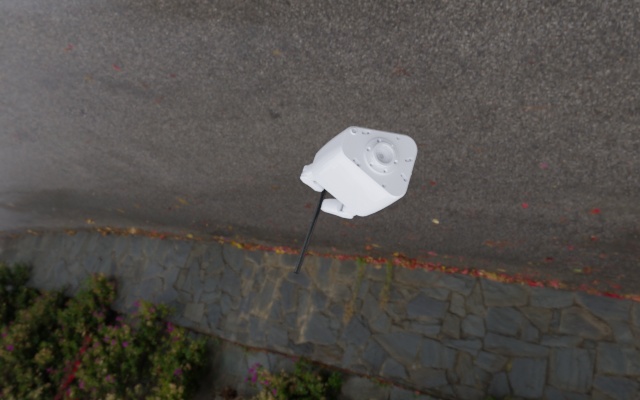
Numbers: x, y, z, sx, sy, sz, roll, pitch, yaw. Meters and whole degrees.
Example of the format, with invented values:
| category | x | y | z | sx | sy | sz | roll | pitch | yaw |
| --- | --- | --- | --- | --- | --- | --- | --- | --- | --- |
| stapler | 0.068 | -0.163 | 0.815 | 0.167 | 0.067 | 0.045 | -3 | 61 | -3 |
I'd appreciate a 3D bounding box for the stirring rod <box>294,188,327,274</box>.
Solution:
| category | x | y | z | sx | sy | sz | roll | pitch | yaw |
| --- | --- | --- | --- | --- | --- | --- | --- | --- | --- |
| stirring rod | 0.000 | 0.002 | 0.764 | 0.011 | 0.239 | 0.011 | 17 | -19 | 6 |
